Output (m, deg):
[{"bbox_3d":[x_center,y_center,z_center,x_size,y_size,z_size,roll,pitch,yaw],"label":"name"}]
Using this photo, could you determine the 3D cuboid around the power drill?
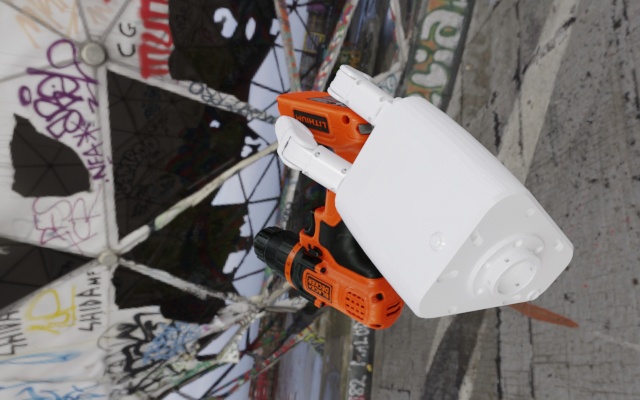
[{"bbox_3d":[0.000,0.001,0.427,0.057,0.188,0.184,-19,28,-41],"label":"power drill"}]
